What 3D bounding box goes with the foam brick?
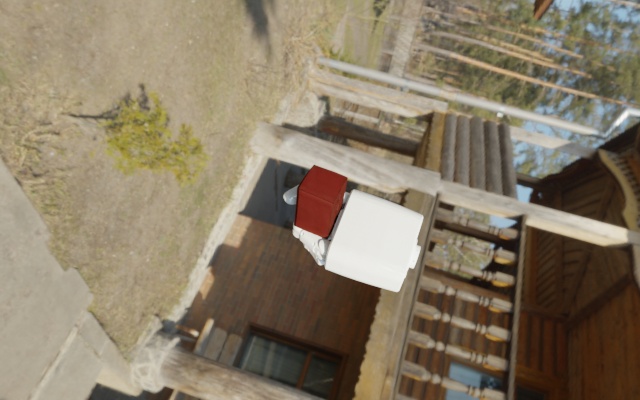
[{"bbox_3d":[0.000,0.002,0.635,0.051,0.053,0.078,21,-40,12],"label":"foam brick"}]
